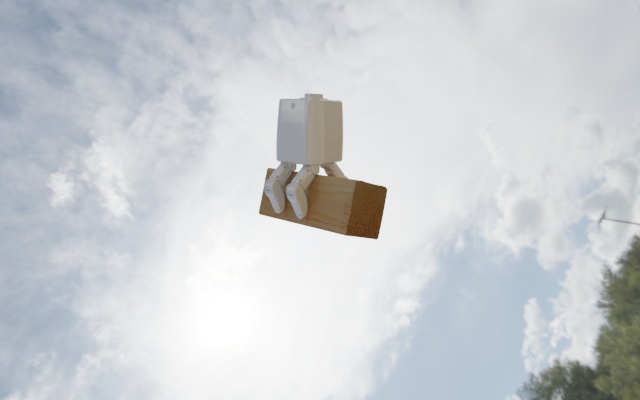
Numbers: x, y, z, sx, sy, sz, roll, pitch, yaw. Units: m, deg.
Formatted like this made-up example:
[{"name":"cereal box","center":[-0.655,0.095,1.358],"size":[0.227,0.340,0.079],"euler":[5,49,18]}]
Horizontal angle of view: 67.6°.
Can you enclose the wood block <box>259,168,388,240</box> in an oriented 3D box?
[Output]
[{"name":"wood block","center":[0.000,0.002,0.825],"size":[0.206,0.090,0.091],"euler":[11,1,42]}]
